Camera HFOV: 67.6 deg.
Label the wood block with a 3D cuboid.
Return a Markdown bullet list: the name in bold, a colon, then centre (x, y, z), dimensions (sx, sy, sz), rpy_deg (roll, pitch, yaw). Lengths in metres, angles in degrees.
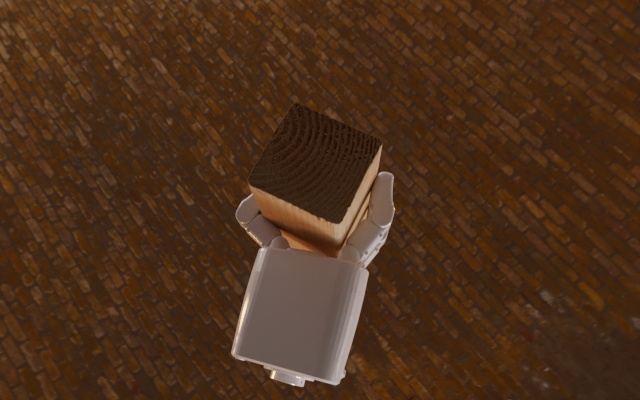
- **wood block**: centre (0.000, 0.002, 0.500), dimensions (0.091, 0.090, 0.206), rpy_deg (25, -17, 11)
